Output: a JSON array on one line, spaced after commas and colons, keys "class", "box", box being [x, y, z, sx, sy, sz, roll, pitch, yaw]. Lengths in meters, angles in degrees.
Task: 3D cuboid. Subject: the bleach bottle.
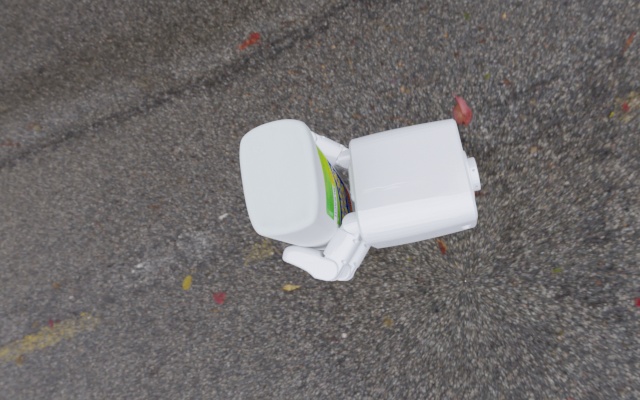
[{"class": "bleach bottle", "box": [0.000, 0.002, 0.511, 0.068, 0.102, 0.251, -12, -12, 14]}]
